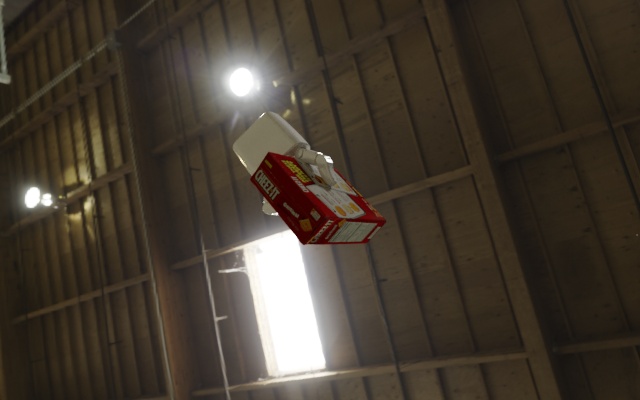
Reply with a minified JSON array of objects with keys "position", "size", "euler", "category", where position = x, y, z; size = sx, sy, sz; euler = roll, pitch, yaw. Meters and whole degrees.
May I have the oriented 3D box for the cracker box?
[{"position":[0.000,0.003,0.854],"size":[0.164,0.072,0.214],"euler":[48,22,26],"category":"cracker box"}]
